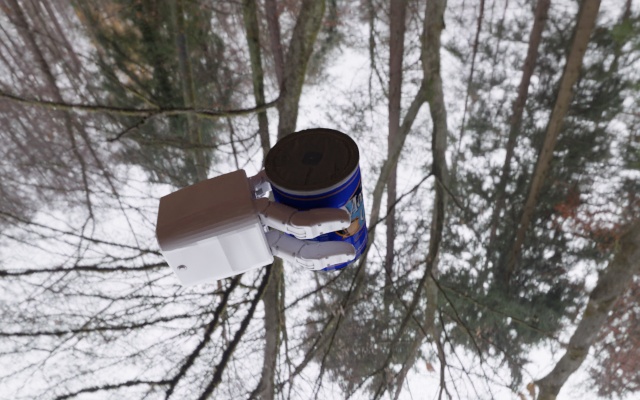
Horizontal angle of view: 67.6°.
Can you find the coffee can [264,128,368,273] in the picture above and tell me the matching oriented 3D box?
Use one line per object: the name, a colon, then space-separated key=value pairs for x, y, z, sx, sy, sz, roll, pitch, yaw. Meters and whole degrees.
coffee can: x=0.000 y=0.002 z=0.555 sx=0.103 sy=0.102 sz=0.140 roll=0 pitch=-44 yaw=11
